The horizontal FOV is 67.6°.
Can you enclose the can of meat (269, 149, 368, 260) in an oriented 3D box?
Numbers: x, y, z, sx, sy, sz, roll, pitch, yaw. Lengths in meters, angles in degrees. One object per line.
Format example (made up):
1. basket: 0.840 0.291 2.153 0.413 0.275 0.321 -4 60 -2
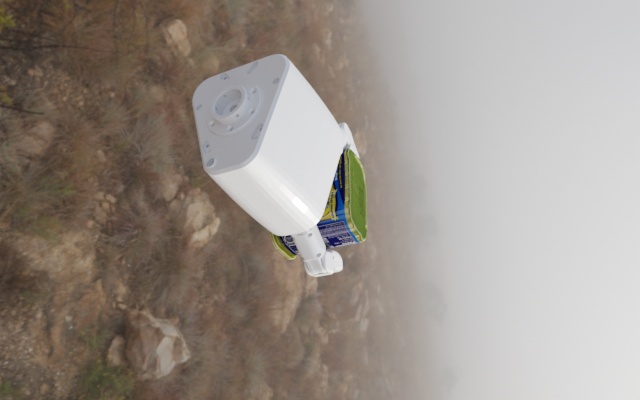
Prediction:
1. can of meat: 0.000 0.002 0.486 0.084 0.102 0.057 -14 -36 21
